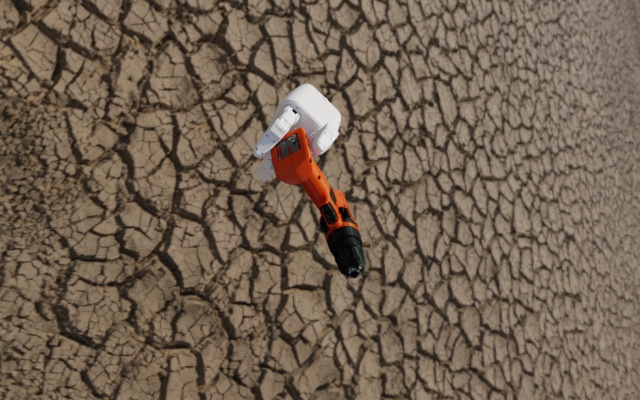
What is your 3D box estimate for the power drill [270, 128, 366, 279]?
[{"bbox_3d":[0.000,0.002,0.684,0.057,0.188,0.184,-28,36,6],"label":"power drill"}]
